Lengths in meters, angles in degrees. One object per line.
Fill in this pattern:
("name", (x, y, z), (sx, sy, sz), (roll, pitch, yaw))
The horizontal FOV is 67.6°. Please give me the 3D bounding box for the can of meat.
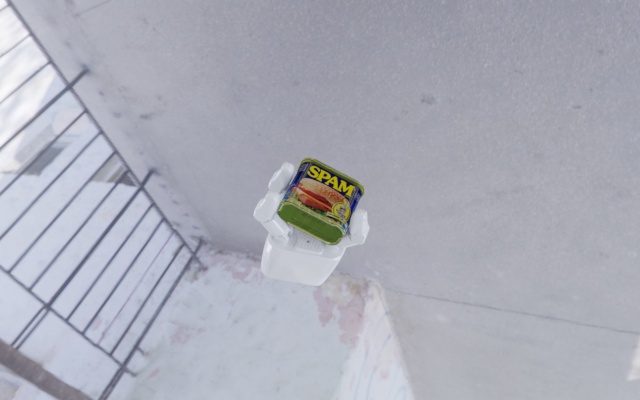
("can of meat", (0.000, 0.002, 0.660), (0.102, 0.084, 0.057), (27, -36, -2))
